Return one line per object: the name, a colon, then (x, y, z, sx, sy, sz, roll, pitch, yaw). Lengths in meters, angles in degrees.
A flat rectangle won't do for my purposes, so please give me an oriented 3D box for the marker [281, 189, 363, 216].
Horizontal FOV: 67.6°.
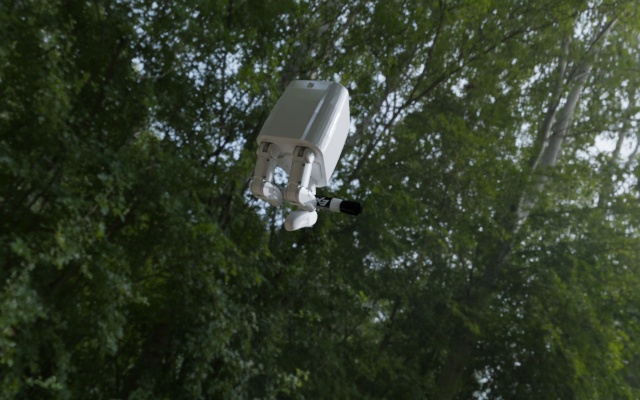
marker: (0.000, 0.002, 0.638, 0.121, 0.020, 0.020, 10, 5, 28)
